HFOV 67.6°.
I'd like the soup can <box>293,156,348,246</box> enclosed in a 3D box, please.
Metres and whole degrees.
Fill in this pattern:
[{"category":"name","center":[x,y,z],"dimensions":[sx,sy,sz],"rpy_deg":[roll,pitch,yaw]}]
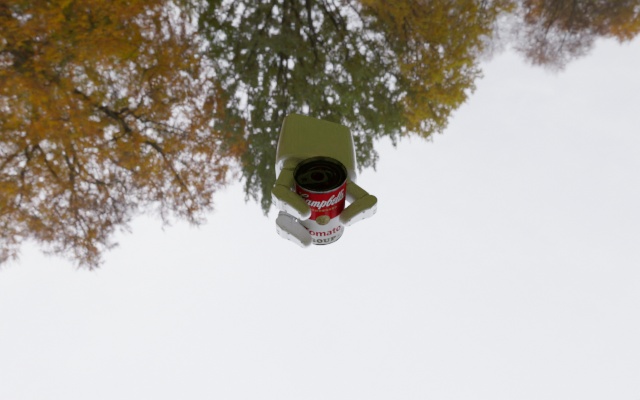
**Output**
[{"category":"soup can","center":[0.000,0.003,0.628],"dimensions":[0.068,0.102,0.068],"rpy_deg":[0,45,0]}]
